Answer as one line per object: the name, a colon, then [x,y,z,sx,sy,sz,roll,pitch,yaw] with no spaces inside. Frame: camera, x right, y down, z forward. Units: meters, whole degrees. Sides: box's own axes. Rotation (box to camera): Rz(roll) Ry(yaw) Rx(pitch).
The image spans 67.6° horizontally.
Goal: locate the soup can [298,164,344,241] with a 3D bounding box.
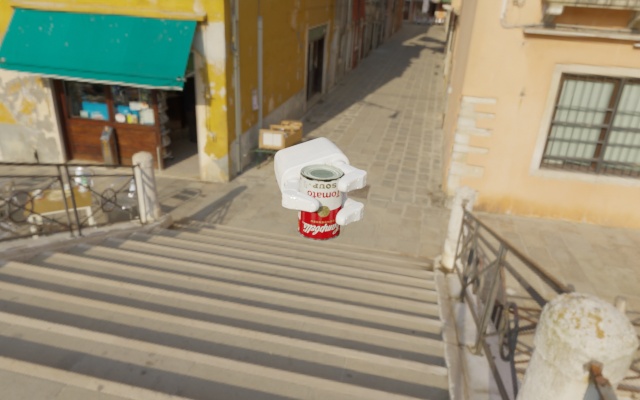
soup can: [0.000,0.002,0.735,0.068,0.102,0.068,3,24,-1]
